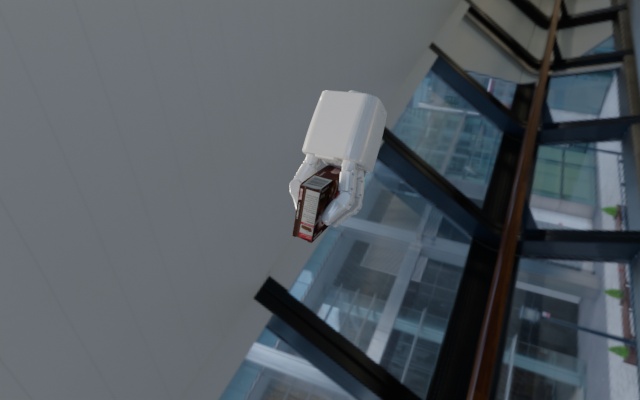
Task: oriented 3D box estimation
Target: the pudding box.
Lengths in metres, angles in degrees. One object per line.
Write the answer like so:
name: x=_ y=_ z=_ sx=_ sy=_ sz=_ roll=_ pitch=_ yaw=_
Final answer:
pudding box: x=0.000 y=0.002 z=0.749 sx=0.039 sy=0.090 sz=0.113 roll=18 pitch=25 yaw=20
